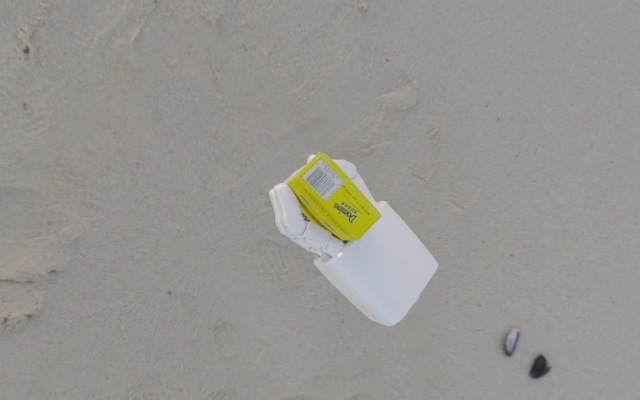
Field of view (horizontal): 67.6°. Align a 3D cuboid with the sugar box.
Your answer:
[{"bbox_3d":[0.000,0.002,0.566,0.048,0.093,0.176,-44,5,-14],"label":"sugar box"}]
